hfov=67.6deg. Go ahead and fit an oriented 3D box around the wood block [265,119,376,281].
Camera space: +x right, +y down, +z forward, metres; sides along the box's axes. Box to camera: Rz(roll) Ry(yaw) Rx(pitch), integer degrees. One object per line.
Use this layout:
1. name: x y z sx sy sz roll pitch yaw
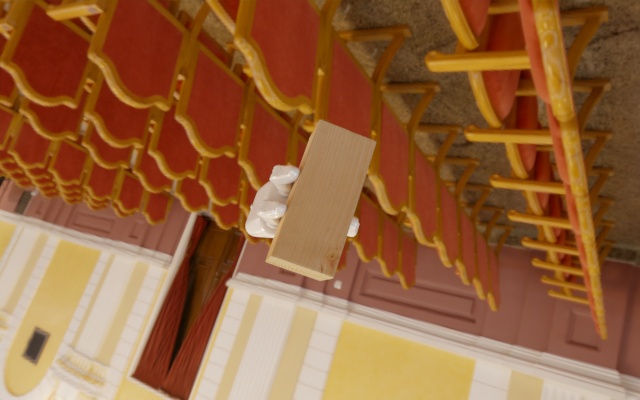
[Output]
1. wood block: 0.000 0.003 0.694 0.091 0.206 0.090 20 -16 -7
